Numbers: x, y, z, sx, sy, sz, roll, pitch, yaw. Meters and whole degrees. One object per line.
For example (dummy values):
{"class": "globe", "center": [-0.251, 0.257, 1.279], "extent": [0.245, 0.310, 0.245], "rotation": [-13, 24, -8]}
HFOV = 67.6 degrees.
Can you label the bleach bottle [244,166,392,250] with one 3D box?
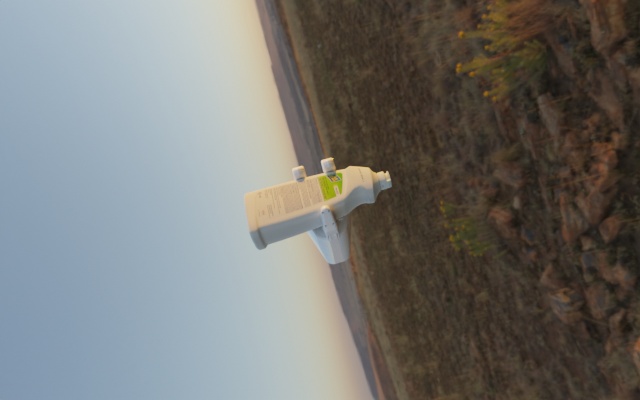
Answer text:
{"class": "bleach bottle", "center": [0.000, 0.003, 0.820], "extent": [0.251, 0.102, 0.068], "rotation": [-15, -36, 0]}
